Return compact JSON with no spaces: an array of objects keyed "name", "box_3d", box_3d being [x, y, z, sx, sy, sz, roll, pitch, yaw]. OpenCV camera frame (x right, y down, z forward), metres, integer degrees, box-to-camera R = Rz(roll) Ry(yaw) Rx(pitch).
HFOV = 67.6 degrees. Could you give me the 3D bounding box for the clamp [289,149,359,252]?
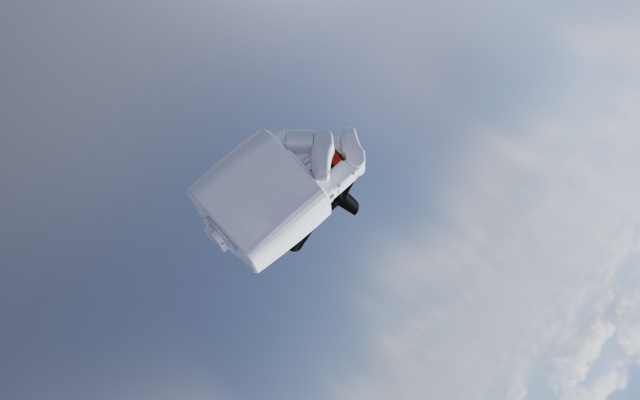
[{"name":"clamp","box_3d":[0.001,0.002,0.601,0.039,0.120,0.172,42,-19,25]}]
